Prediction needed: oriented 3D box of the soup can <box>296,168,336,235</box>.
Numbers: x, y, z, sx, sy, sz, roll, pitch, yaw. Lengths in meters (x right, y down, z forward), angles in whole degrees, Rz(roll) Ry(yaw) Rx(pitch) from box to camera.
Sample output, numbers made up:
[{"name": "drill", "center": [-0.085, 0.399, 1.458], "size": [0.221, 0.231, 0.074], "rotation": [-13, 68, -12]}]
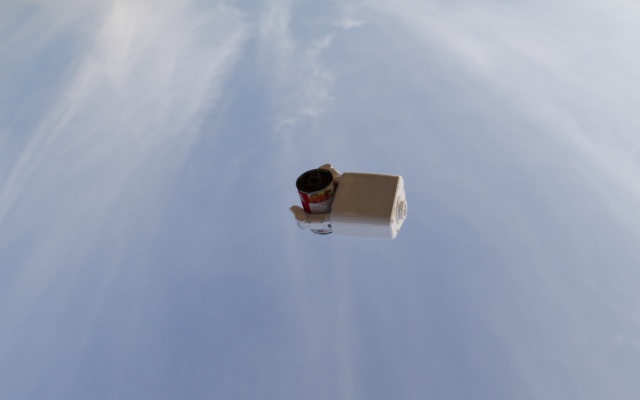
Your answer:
[{"name": "soup can", "center": [0.000, 0.003, 0.858], "size": [0.068, 0.102, 0.068], "rotation": [-9, 39, 8]}]
